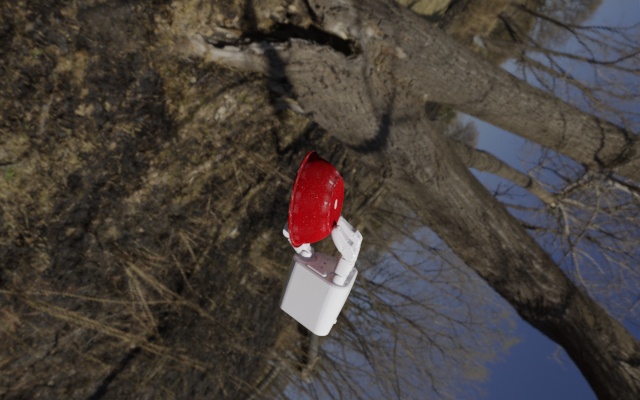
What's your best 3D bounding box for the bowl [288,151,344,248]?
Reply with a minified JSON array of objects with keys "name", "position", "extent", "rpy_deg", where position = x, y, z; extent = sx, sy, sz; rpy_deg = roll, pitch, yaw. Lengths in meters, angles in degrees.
[{"name":"bowl","position":[0.001,0.001,0.772],"extent":[0.055,0.162,0.162],"rpy_deg":[10,2,14]}]
